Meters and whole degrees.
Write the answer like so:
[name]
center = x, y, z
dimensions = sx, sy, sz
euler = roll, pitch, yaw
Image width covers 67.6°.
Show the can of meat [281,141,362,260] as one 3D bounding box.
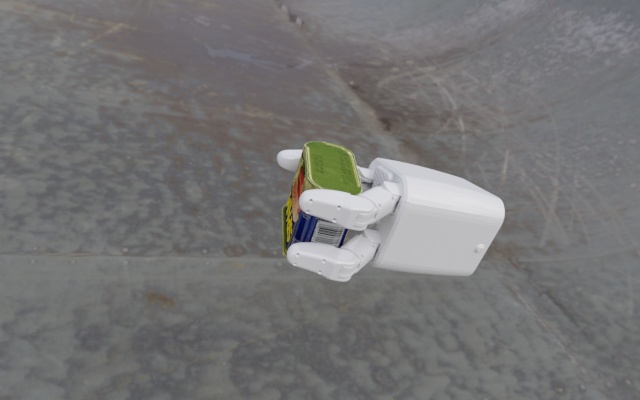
[can of meat]
center = 0.000, 0.001, 0.458
dimensions = 0.057, 0.084, 0.102
euler = 11, 32, -12
